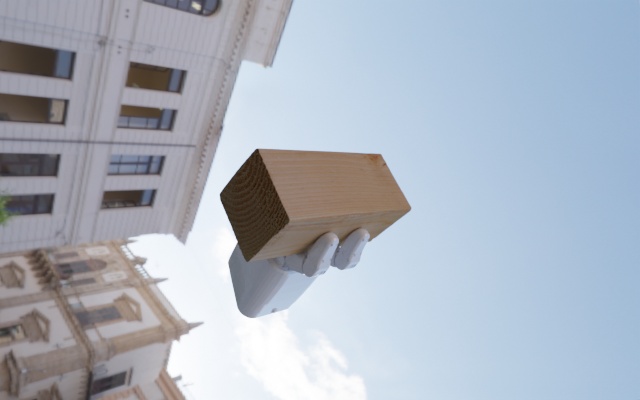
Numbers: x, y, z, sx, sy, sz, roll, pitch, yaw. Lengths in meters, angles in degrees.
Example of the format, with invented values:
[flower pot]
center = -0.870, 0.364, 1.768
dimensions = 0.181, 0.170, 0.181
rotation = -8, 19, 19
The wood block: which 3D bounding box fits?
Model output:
[wood block]
center = 0.000, 0.002, 0.568
dimensions = 0.206, 0.090, 0.090
rotation = -4, -31, -46
